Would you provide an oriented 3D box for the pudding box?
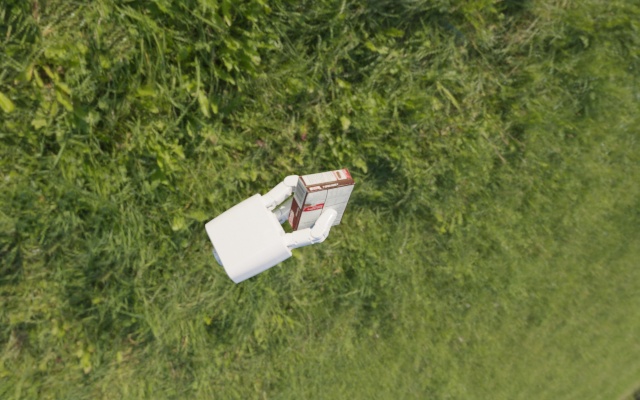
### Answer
[{"bbox_3d":[0.000,0.003,0.800,0.090,0.039,0.114,-12,-35,-25],"label":"pudding box"}]
